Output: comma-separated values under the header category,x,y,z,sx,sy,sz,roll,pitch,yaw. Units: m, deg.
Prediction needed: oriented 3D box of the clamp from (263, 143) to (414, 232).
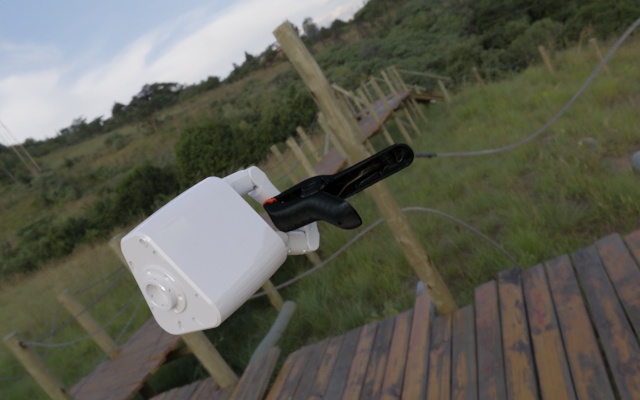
category,x,y,z,sx,sy,sz,roll,pitch,yaw
clamp,0.000,0.001,0.460,0.171,0.039,0.120,-22,13,38
